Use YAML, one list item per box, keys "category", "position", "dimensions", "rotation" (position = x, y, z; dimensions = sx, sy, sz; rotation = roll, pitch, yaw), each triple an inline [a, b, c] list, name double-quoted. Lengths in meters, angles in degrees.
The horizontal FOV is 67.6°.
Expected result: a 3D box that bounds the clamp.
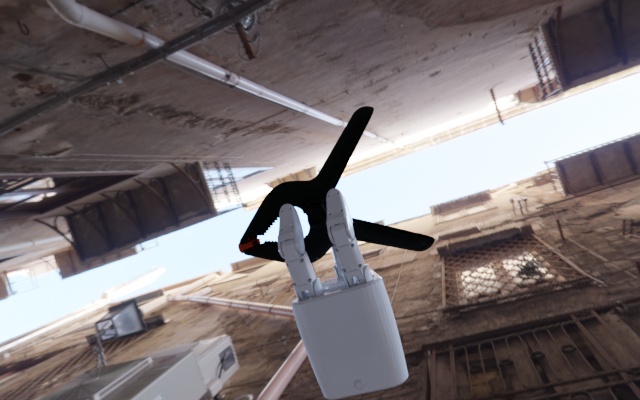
- category: "clamp"
  position: [0.000, 0.002, 0.527]
  dimensions: [0.210, 0.164, 0.036]
  rotation: [-18, -3, 15]
